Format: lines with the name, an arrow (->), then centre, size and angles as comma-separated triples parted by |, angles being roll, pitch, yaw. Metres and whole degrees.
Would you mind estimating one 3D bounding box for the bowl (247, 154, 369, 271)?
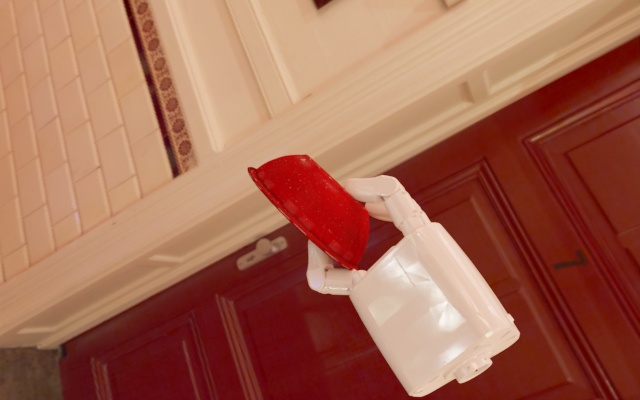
bowl -> -0.001, 0.000, 0.508 | 0.162, 0.055, 0.162 | 43, 4, -3
